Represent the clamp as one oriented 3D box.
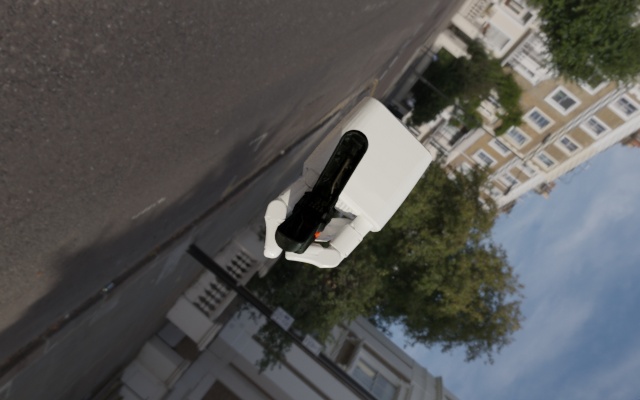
[{"bbox_3d":[0.000,0.002,0.456,0.039,0.120,0.171,40,-9,3],"label":"clamp"}]
